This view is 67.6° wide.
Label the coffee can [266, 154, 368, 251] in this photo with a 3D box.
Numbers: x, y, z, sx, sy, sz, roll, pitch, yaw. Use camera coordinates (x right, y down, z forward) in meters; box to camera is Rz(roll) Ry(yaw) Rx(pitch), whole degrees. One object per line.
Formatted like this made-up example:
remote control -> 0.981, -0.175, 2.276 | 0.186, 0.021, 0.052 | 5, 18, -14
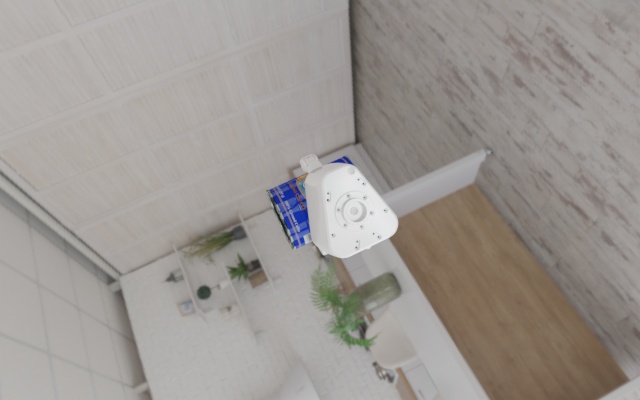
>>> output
coffee can -> 0.000, 0.002, 0.743 | 0.140, 0.103, 0.103 | -25, 4, -9
